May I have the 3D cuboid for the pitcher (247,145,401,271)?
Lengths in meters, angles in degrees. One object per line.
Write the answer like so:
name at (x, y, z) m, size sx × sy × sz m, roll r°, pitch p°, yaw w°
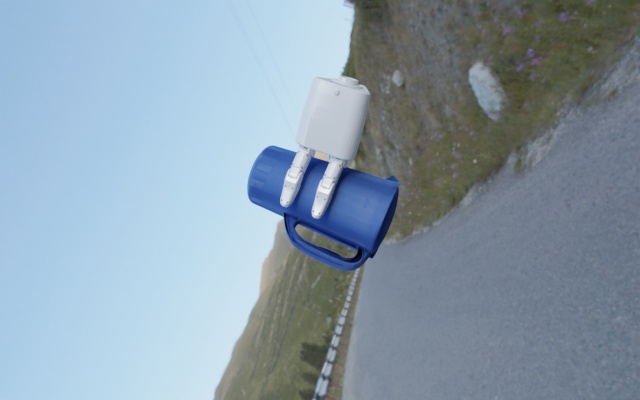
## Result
pitcher at (0.000, 0.002, 0.799) m, size 0.243 × 0.145 × 0.149 m, roll 21°, pitch 21°, yaw 13°
